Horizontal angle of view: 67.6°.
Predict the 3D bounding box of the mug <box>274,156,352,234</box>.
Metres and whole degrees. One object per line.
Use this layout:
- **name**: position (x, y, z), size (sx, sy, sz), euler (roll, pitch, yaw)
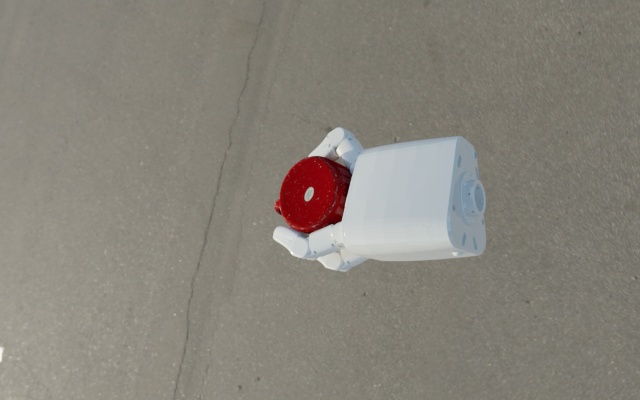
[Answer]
- **mug**: position (-0.001, 0.002, 0.527), size (0.117, 0.093, 0.081), euler (-8, -18, 36)
